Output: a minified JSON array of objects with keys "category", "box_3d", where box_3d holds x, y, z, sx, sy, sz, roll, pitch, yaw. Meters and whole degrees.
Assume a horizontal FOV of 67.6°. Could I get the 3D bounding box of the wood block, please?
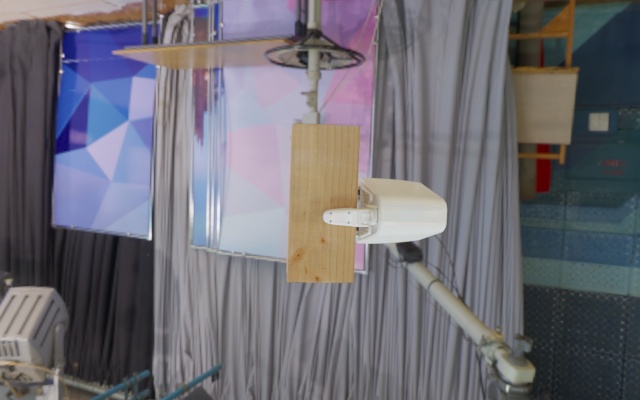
[{"category":"wood block","box_3d":[0.001,0.002,0.659,0.090,0.206,0.091,2,3,-5]}]
